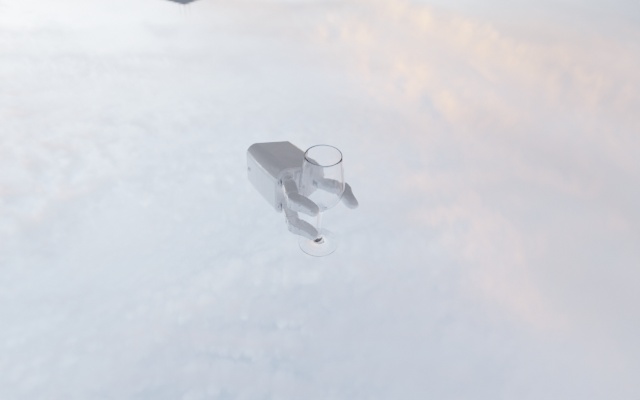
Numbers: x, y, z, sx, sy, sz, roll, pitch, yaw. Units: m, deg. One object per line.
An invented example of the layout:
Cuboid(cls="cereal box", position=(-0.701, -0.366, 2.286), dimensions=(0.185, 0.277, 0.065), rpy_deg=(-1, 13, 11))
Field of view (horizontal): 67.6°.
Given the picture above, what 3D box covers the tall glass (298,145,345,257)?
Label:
Cuboid(cls="tall glass", position=(0.000, 0.003, 0.829), dimensions=(0.079, 0.201, 0.079), rpy_deg=(2, 41, -2))
